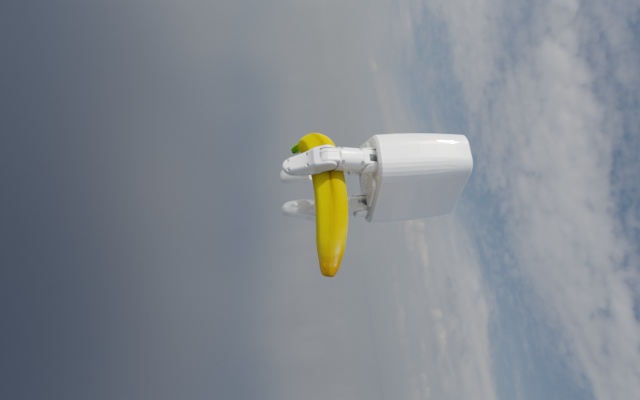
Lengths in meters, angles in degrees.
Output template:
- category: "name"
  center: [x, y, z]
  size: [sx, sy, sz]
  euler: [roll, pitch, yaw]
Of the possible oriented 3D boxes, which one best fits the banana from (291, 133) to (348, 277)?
- category: "banana"
  center: [0.004, -0.013, 0.535]
  size: [0.037, 0.197, 0.070]
  euler: [2, -41, -18]
